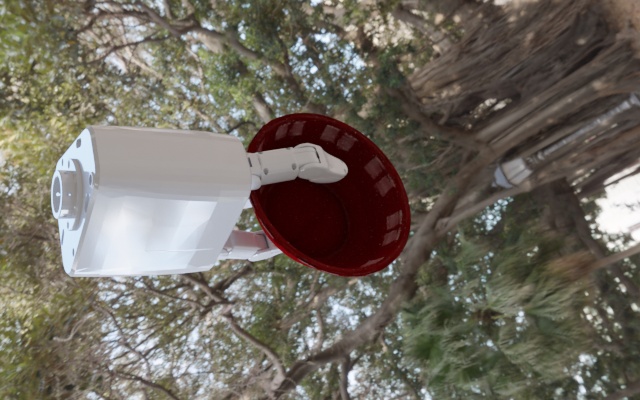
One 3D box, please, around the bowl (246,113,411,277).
[{"bbox_3d":[0.001,0.002,0.432,0.162,0.162,0.055,0,-29,-30],"label":"bowl"}]
